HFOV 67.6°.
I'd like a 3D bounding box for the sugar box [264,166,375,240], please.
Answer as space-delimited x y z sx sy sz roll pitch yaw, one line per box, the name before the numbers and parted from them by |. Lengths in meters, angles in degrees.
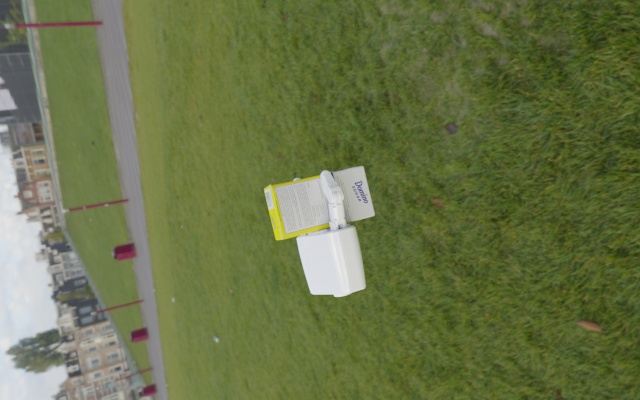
sugar box | 0.000 0.003 0.821 0.176 0.093 0.048 -12 -1 -25
